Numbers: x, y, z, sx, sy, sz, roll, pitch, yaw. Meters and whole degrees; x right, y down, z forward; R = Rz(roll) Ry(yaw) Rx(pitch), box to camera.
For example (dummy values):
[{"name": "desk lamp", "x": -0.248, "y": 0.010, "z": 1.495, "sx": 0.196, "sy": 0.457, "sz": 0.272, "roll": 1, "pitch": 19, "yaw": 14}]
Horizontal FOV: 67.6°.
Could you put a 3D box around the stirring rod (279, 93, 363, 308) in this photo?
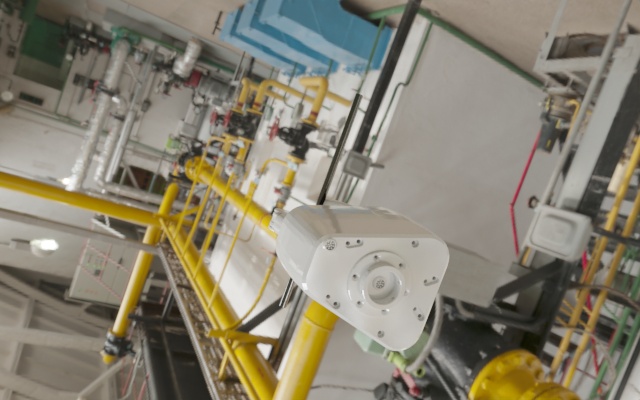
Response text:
[{"name": "stirring rod", "x": 0.000, "y": 0.002, "z": 0.509, "sx": 0.011, "sy": 0.239, "sz": 0.011, "roll": 20, "pitch": 4, "yaw": -1}]
